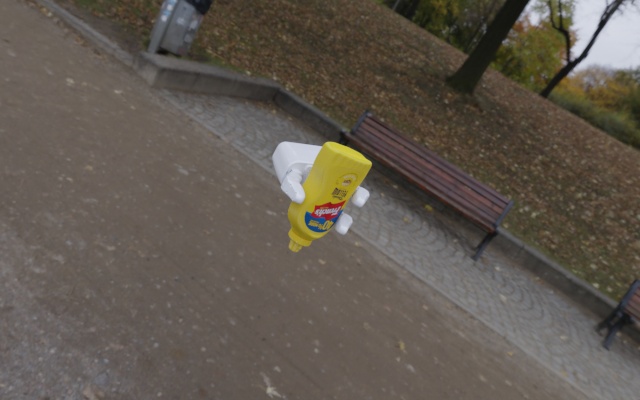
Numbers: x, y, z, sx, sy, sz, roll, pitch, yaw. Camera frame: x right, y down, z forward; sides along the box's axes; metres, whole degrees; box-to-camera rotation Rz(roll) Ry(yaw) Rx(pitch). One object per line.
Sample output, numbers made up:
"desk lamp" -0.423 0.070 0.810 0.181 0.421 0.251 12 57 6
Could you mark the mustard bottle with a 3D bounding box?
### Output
"mustard bottle" 0.000 0.002 0.774 0.096 0.192 0.058 11 26 -48
